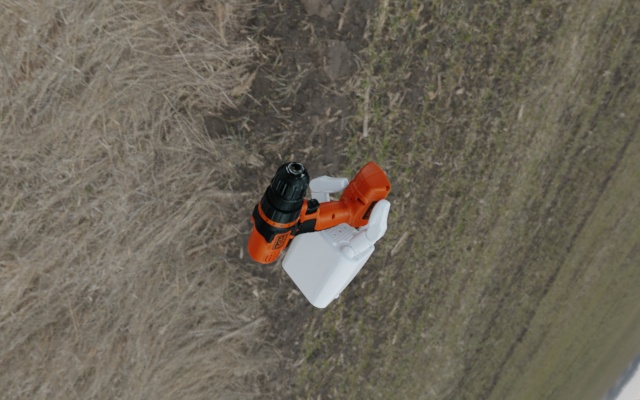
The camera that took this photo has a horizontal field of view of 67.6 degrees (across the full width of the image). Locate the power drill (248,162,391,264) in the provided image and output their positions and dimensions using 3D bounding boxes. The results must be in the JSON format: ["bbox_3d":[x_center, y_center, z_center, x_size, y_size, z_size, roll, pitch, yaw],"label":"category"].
[{"bbox_3d":[0.000,0.002,0.636,0.187,0.057,0.184,-14,-29,-31],"label":"power drill"}]
